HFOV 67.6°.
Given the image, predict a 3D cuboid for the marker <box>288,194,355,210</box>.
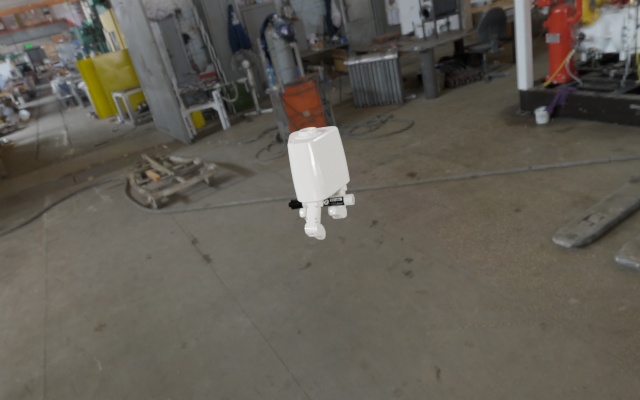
[{"bbox_3d":[0.000,0.003,0.852,0.121,0.020,0.020,-5,-2,18],"label":"marker"}]
